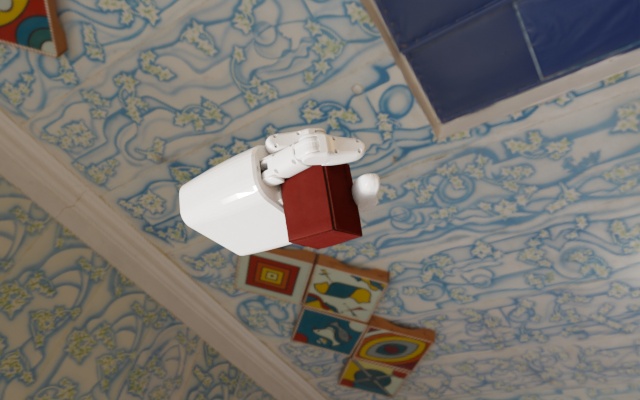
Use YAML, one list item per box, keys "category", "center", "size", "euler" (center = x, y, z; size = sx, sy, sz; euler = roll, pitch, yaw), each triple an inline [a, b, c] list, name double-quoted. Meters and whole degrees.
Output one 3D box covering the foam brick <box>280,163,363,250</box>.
- category: "foam brick"
  center: [0.000, 0.002, 0.449]
  size: [0.051, 0.078, 0.053]
  euler: [-20, -23, 28]
